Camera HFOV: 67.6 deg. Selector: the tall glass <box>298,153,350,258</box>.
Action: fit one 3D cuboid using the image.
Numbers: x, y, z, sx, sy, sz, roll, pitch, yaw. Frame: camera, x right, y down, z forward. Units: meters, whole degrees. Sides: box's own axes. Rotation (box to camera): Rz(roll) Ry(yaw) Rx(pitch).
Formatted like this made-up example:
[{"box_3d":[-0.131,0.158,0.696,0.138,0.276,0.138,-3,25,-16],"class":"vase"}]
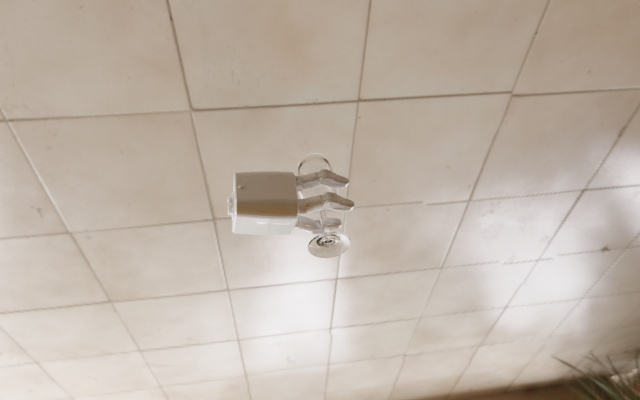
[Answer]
[{"box_3d":[0.000,0.003,0.878,0.079,0.200,0.079,-6,-41,-5],"class":"tall glass"}]
